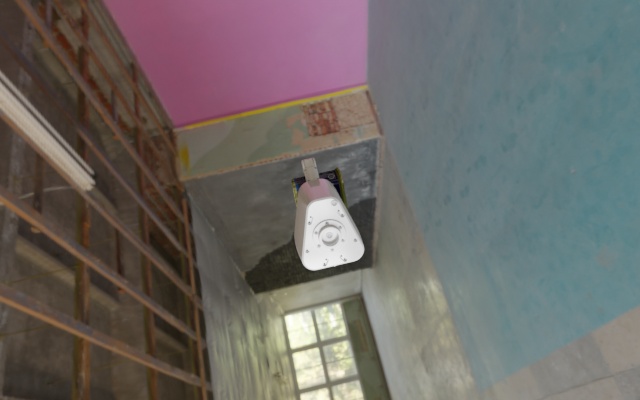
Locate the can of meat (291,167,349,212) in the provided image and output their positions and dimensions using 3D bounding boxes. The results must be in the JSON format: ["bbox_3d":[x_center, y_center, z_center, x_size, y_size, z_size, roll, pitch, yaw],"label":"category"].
[{"bbox_3d":[0.000,0.003,0.820,0.084,0.102,0.057,-12,19,-4],"label":"can of meat"}]
